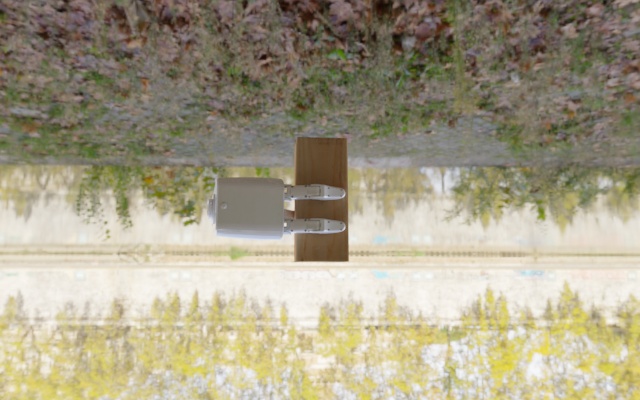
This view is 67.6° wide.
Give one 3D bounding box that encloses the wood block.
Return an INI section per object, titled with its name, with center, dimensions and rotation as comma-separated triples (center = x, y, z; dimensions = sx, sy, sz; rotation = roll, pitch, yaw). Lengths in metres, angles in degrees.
[wood block]
center = 0.000, 0.003, 0.825
dimensions = 0.090, 0.206, 0.091
rotation = 1, -8, -5
